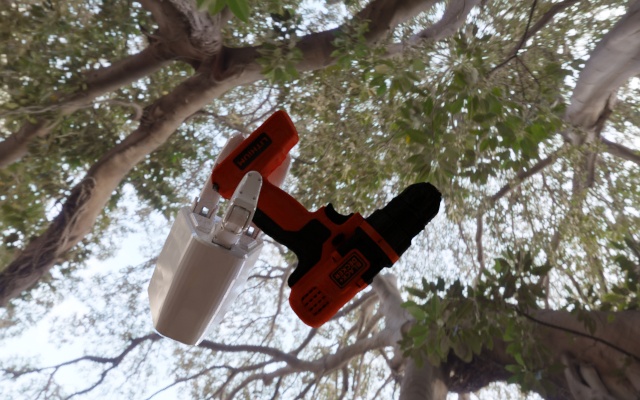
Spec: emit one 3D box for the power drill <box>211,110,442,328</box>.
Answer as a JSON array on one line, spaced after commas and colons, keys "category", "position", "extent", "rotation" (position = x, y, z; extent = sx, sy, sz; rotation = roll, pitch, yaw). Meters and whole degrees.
[{"category": "power drill", "position": [0.000, 0.001, 0.473], "extent": [0.184, 0.187, 0.057], "rotation": [-43, -9, -4]}]
